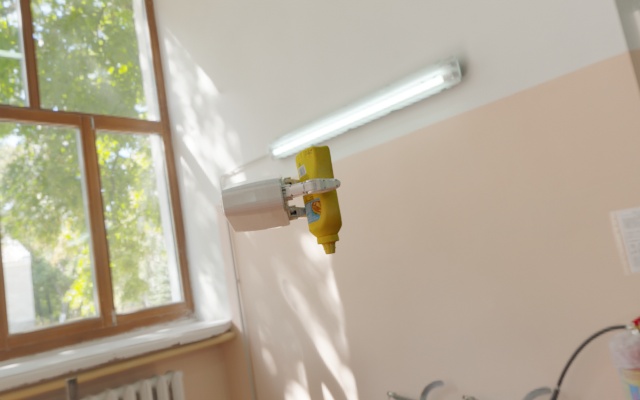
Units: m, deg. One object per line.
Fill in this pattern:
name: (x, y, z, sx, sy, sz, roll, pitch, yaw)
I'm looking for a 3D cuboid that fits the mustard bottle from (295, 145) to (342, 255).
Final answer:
mustard bottle: (0.000, 0.003, 0.869, 0.058, 0.191, 0.096, -7, -8, -24)
